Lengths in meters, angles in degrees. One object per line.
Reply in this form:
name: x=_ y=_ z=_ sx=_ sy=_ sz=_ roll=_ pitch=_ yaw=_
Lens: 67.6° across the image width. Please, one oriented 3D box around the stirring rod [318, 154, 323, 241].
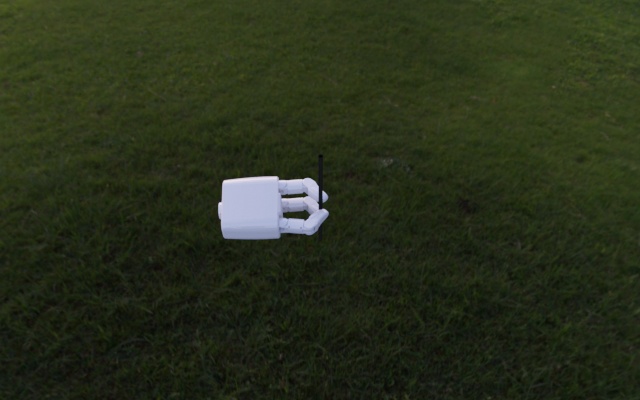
stirring rod: x=0.000 y=0.003 z=0.891 sx=0.011 sy=0.011 sz=0.240 roll=0 pitch=-40 yaw=0
